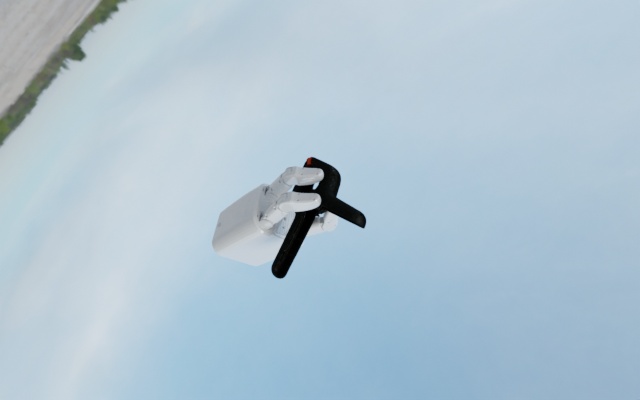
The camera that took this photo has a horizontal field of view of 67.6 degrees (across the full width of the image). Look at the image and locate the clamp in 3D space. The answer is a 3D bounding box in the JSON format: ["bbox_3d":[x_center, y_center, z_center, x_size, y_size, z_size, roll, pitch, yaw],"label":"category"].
[{"bbox_3d":[0.001,0.002,0.712,0.164,0.209,0.036,-29,-53,31],"label":"clamp"}]
